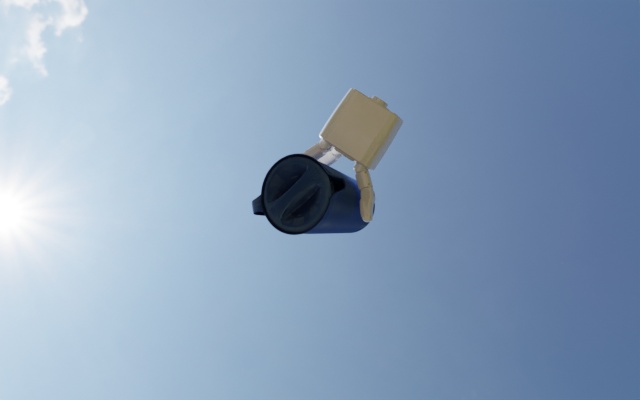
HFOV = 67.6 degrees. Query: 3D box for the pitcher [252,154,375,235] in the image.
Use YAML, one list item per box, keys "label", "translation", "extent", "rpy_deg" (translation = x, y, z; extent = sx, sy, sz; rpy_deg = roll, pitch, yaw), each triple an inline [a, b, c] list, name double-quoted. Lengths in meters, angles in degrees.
- label: "pitcher"
  translation: [0.000, 0.003, 0.879]
  extent: [0.149, 0.145, 0.243]
  rpy_deg: [34, 10, 26]
